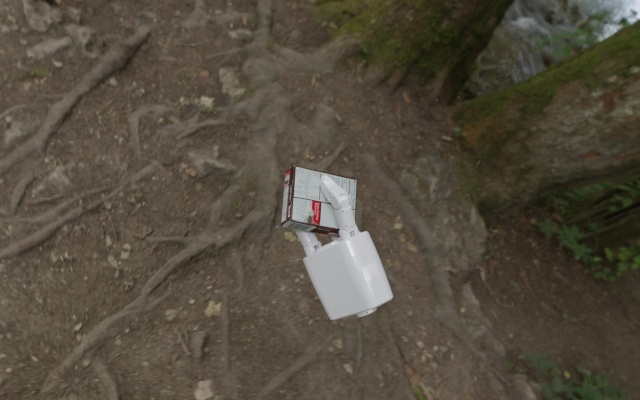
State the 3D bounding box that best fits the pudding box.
[{"bbox_3d":[0.000,0.002,0.730,0.113,0.090,0.039,12,-21,-25],"label":"pudding box"}]
